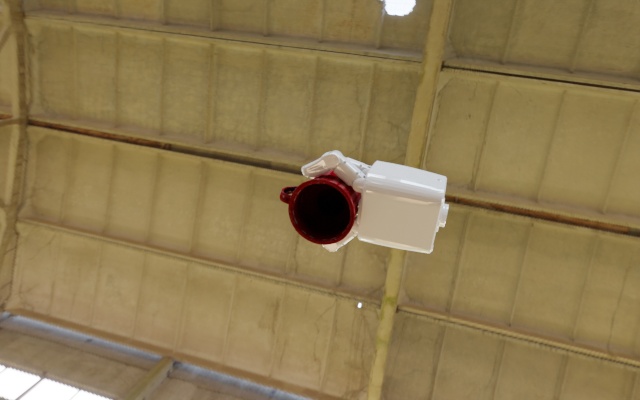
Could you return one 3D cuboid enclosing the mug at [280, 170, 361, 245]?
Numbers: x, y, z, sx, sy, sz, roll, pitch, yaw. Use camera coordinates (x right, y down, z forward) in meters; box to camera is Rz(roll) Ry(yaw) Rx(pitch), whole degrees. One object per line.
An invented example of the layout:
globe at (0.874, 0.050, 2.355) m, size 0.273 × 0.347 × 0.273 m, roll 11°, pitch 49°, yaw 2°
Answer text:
mug at (-0.001, 0.002, 0.677) m, size 0.117 × 0.093 × 0.081 m, roll 12°, pitch 20°, yaw 13°
